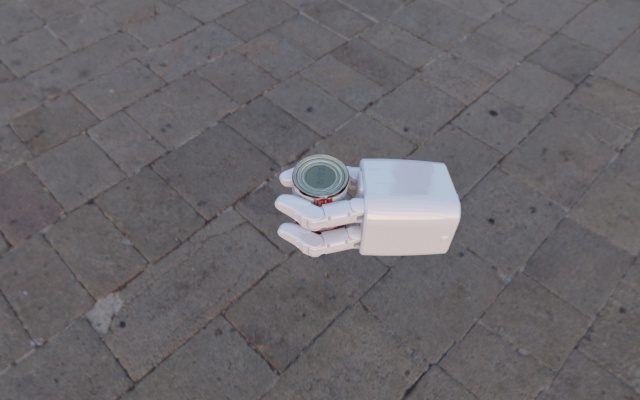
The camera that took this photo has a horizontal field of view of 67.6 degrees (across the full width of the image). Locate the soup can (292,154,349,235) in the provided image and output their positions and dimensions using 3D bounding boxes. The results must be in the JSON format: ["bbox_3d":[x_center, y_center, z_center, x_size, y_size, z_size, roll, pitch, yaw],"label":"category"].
[{"bbox_3d":[0.000,0.002,0.582,0.068,0.068,0.102,0,-38,-1],"label":"soup can"}]
